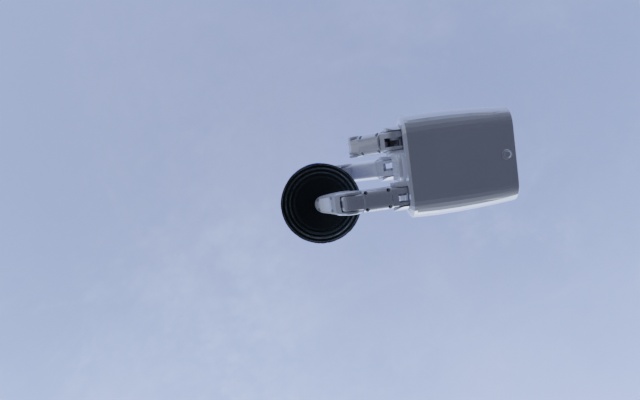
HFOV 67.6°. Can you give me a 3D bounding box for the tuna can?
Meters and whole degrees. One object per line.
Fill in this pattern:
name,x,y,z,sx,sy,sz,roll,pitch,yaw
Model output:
tuna can,0.000,0.002,0.521,0.086,0.086,0.033,0,7,-3
